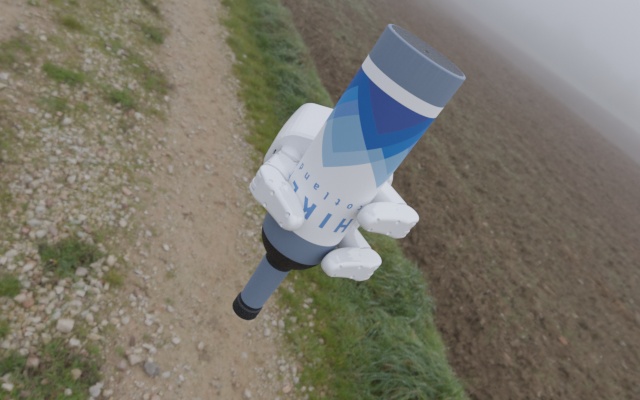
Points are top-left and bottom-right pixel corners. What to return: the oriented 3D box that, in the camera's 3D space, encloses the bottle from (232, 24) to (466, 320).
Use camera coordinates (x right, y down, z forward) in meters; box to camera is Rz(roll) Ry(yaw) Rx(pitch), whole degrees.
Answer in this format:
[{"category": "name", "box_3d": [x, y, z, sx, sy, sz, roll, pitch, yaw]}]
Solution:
[{"category": "bottle", "box_3d": [0.000, 0.001, 0.403, 0.069, 0.296, 0.069, 26, 29, -16]}]
